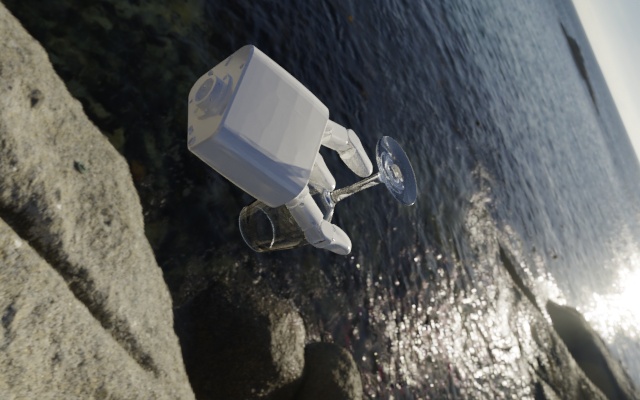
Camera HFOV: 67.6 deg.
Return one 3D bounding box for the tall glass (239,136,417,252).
[{"bbox_3d":[0.001,0.002,0.529,0.201,0.079,0.079,-23,-13,33],"label":"tall glass"}]
